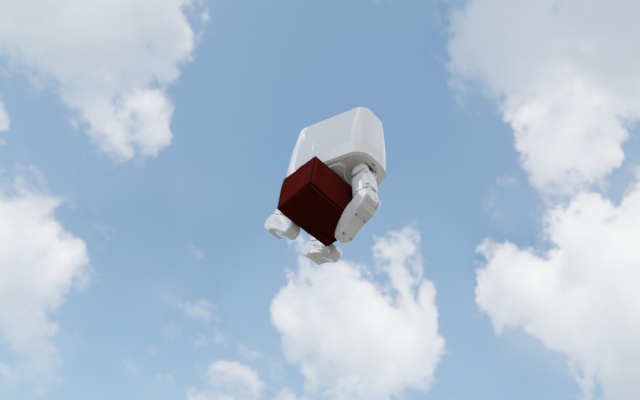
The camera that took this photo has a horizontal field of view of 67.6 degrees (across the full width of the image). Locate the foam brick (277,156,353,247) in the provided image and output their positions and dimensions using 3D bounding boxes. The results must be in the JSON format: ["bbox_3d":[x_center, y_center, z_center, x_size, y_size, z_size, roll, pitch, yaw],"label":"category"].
[{"bbox_3d":[0.000,0.002,0.517,0.053,0.051,0.078,-34,-60,30],"label":"foam brick"}]
